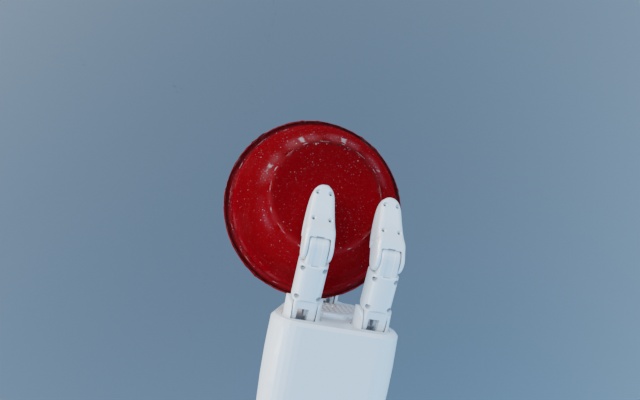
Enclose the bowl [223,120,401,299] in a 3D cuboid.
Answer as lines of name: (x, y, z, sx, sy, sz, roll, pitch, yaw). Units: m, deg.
bowl: (0.000, 0.000, 0.404, 0.162, 0.162, 0.055, 0, -10, -11)
